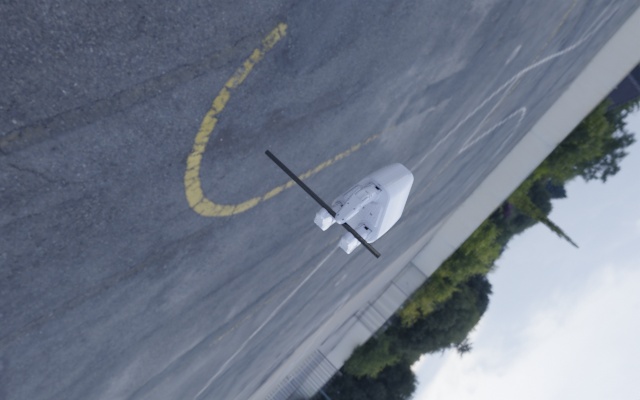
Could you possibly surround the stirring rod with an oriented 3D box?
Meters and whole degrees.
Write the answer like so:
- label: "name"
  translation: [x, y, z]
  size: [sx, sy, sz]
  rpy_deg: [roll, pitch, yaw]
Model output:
- label: "stirring rod"
  translation: [0.000, 0.002, 0.724]
  size: [0.239, 0.011, 0.011]
  rpy_deg: [43, 13, 14]
